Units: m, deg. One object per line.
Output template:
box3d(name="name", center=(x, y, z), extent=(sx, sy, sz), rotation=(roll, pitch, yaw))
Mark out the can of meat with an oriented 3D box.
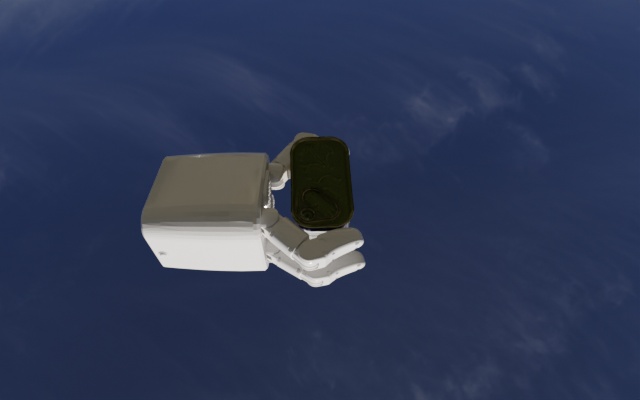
box3d(name="can of meat", center=(0.000, 0.002, 0.481), extent=(0.057, 0.102, 0.084), rotation=(-2, -31, -2))
